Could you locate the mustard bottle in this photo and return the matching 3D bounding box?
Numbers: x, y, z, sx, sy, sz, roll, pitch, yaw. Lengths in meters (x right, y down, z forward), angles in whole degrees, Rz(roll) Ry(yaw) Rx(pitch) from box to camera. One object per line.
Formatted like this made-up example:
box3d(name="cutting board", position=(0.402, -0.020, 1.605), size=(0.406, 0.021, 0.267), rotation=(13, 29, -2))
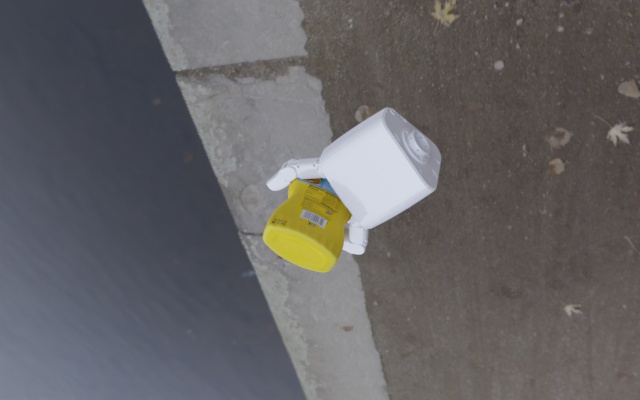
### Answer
box3d(name="mustard bottle", position=(0.000, 0.002, 0.640), size=(0.096, 0.058, 0.191), rotation=(25, 42, -1))
